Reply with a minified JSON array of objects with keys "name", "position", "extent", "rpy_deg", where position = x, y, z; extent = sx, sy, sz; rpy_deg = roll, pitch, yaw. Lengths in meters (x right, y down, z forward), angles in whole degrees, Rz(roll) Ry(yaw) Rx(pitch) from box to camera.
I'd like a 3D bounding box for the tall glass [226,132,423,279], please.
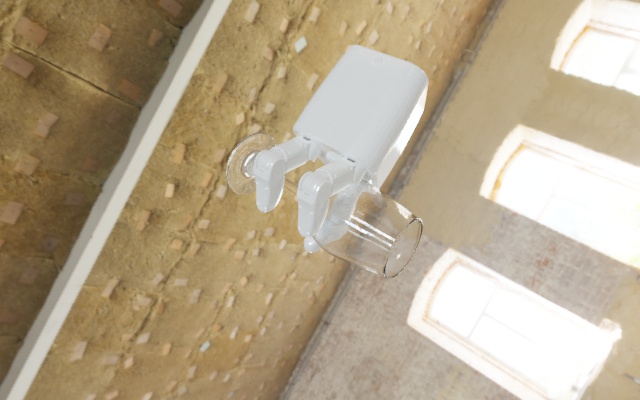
[{"name":"tall glass","position":[-0.001,0.001,0.477],"extent":[0.201,0.079,0.079],"rpy_deg":[30,16,30]}]
